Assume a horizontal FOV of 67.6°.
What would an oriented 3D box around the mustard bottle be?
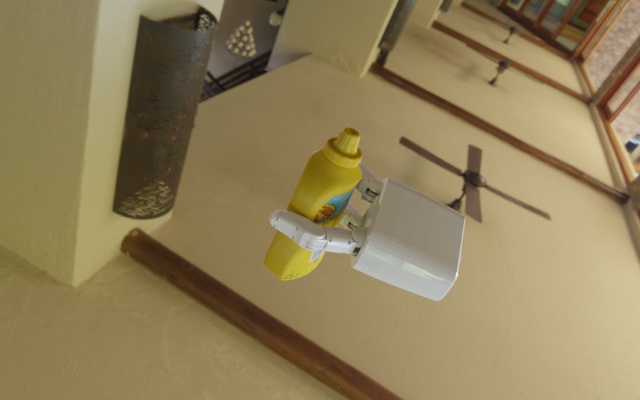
[{"bbox_3d":[0.000,0.002,0.545,0.058,0.192,0.096,38,36,19],"label":"mustard bottle"}]
